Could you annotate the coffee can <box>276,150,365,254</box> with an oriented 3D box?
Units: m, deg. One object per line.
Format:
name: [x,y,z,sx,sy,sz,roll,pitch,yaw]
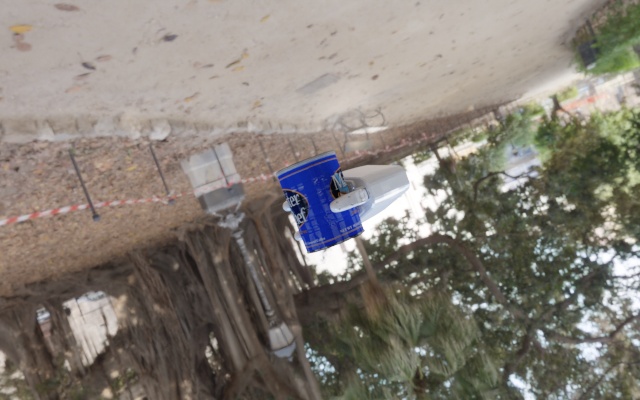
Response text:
coffee can: [0.000,0.002,0.774,0.103,0.140,0.103,-21,1,0]
